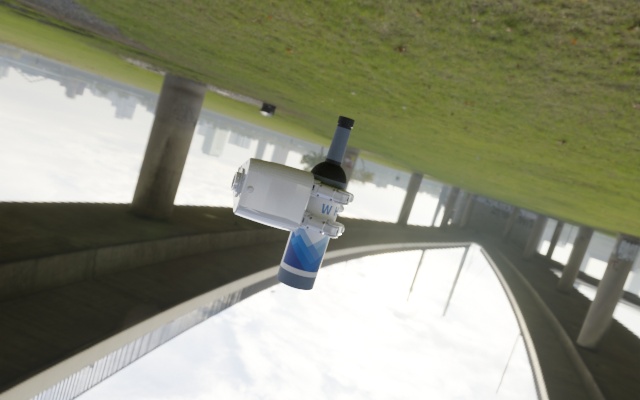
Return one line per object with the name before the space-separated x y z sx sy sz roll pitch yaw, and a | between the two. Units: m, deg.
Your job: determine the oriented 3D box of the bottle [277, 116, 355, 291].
bottle | 0.000 0.003 0.808 0.069 0.296 0.069 17 6 -2
